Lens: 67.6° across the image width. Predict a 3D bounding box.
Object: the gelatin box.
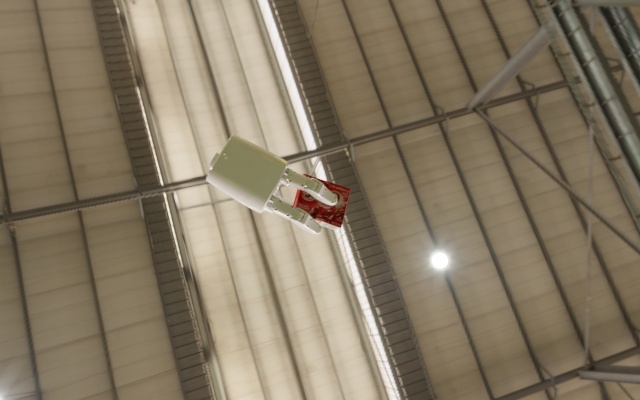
[{"bbox_3d":[0.000,0.003,0.818,0.089,0.073,0.030,19,-17,-15],"label":"gelatin box"}]
